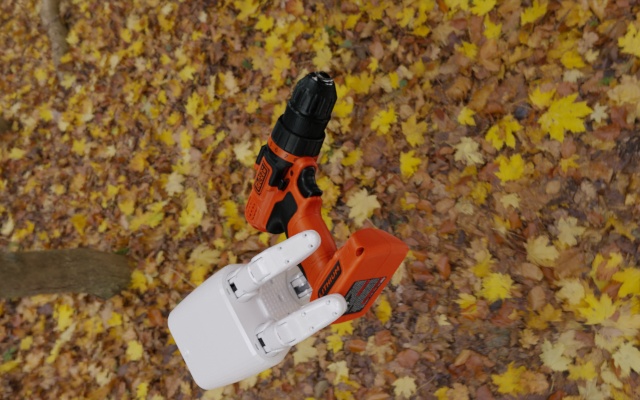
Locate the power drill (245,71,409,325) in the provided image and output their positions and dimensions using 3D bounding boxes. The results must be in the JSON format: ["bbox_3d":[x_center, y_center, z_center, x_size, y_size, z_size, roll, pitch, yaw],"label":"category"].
[{"bbox_3d":[0.000,0.002,0.436,0.057,0.184,0.187,-2,43,-33],"label":"power drill"}]
